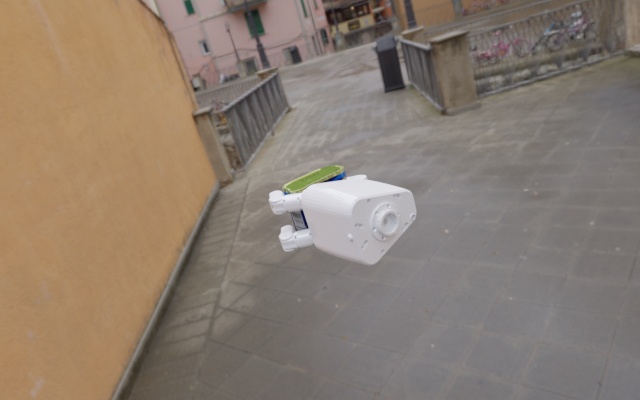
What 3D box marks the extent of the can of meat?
[{"bbox_3d":[0.000,0.002,0.721,0.102,0.084,0.057,-27,22,-26],"label":"can of meat"}]
